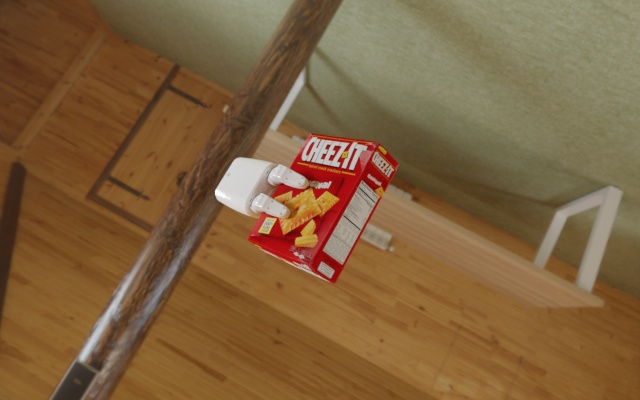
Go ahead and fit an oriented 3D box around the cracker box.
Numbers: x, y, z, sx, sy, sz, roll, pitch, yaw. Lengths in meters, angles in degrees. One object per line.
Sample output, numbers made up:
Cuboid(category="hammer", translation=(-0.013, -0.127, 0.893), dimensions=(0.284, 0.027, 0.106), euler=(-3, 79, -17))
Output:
Cuboid(category="cracker box", translation=(0.000, 0.003, 0.753), dimensions=(0.164, 0.213, 0.072), euler=(16, -18, 47))
